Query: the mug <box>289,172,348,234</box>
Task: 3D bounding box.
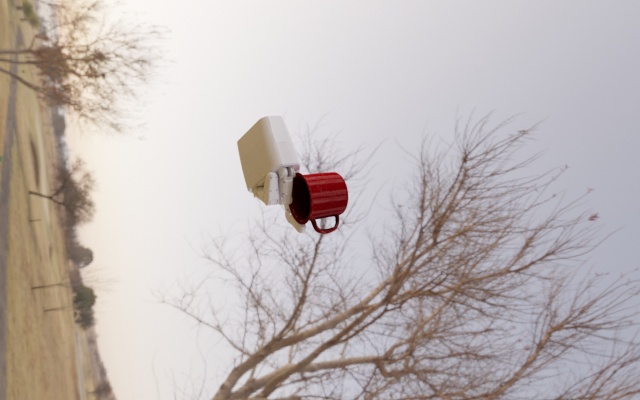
[{"bbox_3d":[0.001,0.004,0.854,0.081,0.117,0.093,-8,-19,-29],"label":"mug"}]
